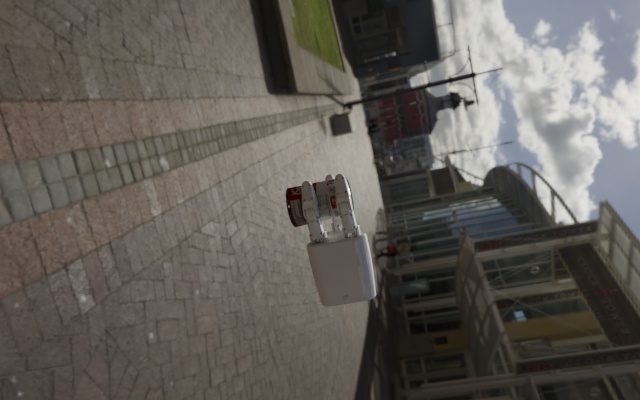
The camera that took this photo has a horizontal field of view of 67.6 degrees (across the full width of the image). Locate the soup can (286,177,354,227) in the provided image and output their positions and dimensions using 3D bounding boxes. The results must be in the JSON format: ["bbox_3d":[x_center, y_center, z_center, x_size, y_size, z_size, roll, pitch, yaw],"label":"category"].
[{"bbox_3d":[0.000,0.002,0.798,0.102,0.068,0.068,-11,-2,10],"label":"soup can"}]
